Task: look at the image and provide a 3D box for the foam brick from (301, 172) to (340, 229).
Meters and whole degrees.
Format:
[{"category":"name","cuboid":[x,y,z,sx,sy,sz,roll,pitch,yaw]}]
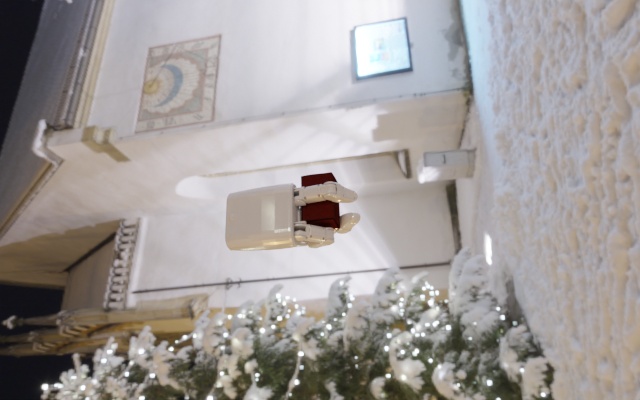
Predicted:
[{"category":"foam brick","cuboid":[0.000,0.002,0.741,0.051,0.078,0.053,-6,-22,12]}]
